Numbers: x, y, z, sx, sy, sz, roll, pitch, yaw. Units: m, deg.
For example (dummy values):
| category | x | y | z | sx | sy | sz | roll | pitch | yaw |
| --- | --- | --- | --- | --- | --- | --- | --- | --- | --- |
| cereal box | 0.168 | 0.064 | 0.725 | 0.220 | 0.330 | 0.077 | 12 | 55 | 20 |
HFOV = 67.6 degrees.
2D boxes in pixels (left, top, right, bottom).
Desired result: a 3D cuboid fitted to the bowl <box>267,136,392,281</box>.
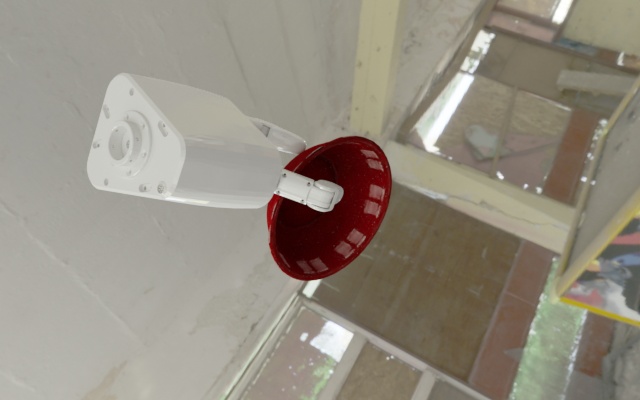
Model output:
| category | x | y | z | sx | sy | sz | roll | pitch | yaw |
| --- | --- | --- | --- | --- | --- | --- | --- | --- | --- |
| bowl | 0.001 | 0.002 | 0.505 | 0.162 | 0.162 | 0.055 | 0 | 23 | -42 |
